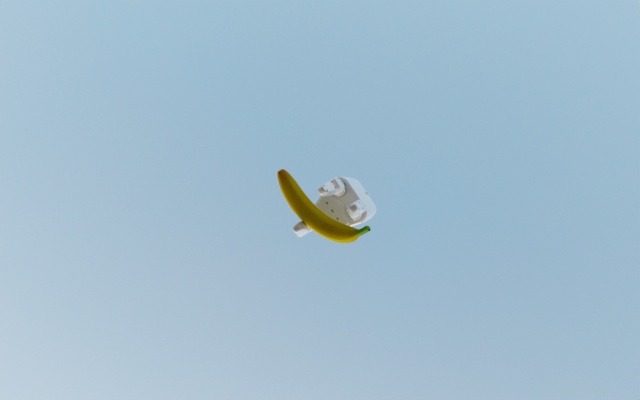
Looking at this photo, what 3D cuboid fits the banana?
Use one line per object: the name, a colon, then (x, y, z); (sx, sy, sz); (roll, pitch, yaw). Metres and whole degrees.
banana: (-0.005, 0.020, 0.837); (0.197, 0.070, 0.037); (33, 23, 16)
